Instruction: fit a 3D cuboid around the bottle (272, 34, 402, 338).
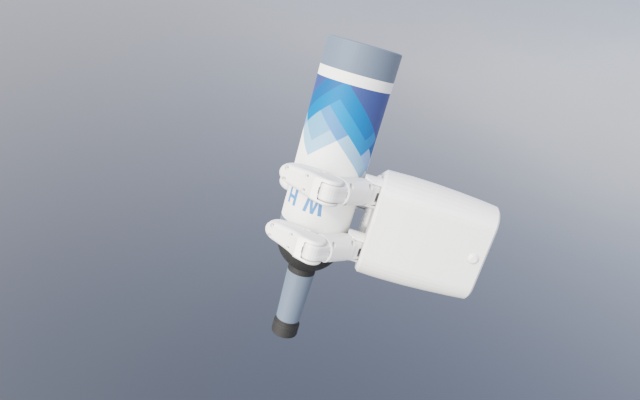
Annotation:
[{"bbox_3d":[0.000,0.001,0.454,0.069,0.296,0.069,14,18,-5],"label":"bottle"}]
